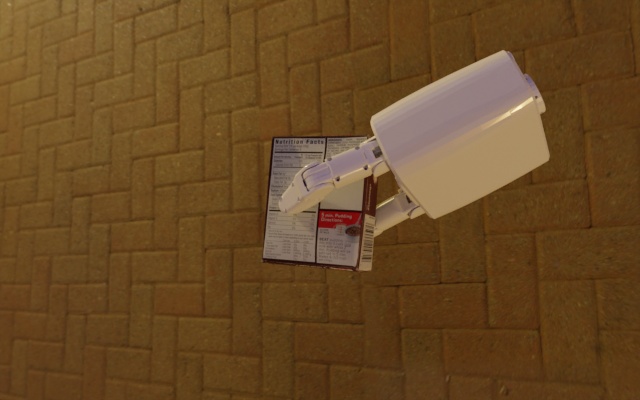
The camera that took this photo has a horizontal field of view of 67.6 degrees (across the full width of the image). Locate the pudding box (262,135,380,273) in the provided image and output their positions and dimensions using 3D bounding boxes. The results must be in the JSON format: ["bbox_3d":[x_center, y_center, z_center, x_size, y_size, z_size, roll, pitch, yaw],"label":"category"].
[{"bbox_3d":[0.000,0.001,0.408,0.090,0.113,0.039,2,-8,22],"label":"pudding box"}]
